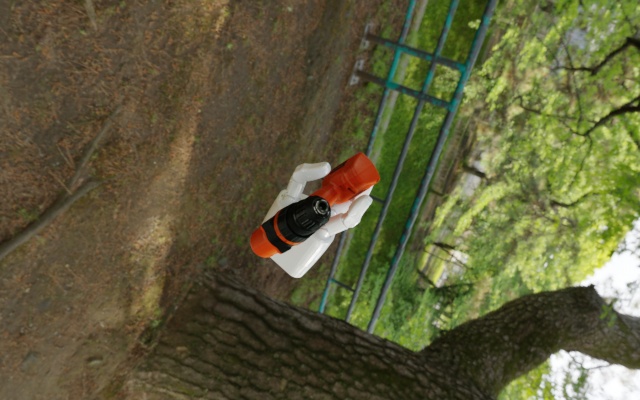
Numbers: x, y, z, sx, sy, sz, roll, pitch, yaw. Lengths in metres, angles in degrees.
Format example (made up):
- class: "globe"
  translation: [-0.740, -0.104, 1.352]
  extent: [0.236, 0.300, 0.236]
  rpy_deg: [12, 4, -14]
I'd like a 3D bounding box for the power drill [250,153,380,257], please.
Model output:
- class: "power drill"
  translation: [0.000, 0.002, 0.675]
  extent: [0.187, 0.057, 0.184]
  rpy_deg: [-36, 4, -36]
